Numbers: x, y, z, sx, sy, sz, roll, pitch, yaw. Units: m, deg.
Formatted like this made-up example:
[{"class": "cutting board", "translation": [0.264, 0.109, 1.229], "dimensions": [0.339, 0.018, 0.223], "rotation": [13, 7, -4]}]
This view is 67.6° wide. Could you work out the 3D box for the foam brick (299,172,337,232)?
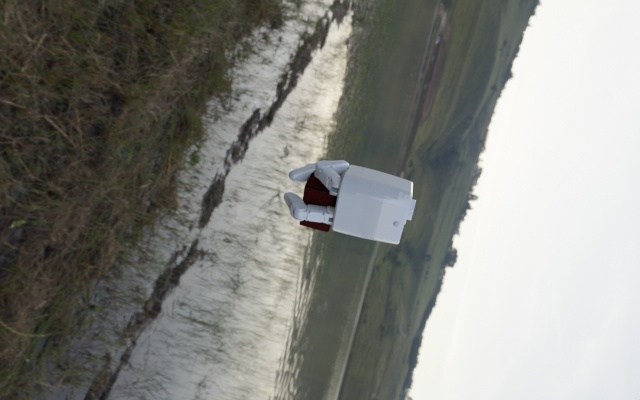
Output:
[{"class": "foam brick", "translation": [0.000, 0.003, 0.777], "dimensions": [0.051, 0.078, 0.053], "rotation": [14, 34, 7]}]
